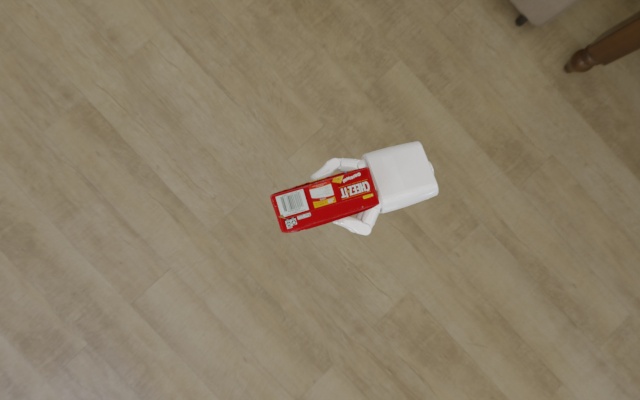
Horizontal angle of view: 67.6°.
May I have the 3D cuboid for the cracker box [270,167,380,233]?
[{"bbox_3d":[0.000,0.003,0.845,0.164,0.072,0.214,-17,0,-5],"label":"cracker box"}]
